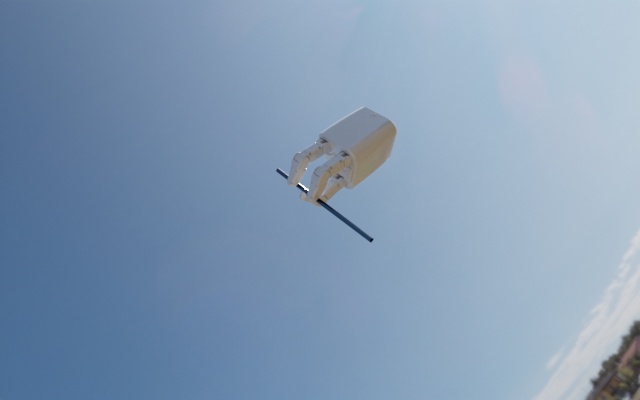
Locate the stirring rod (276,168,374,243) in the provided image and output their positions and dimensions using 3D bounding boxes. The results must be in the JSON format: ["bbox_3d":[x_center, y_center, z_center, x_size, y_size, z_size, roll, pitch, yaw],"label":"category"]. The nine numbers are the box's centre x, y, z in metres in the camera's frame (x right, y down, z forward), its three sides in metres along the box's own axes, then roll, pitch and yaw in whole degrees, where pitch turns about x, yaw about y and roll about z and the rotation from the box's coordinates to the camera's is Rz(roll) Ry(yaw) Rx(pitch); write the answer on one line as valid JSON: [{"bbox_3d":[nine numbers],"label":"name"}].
[{"bbox_3d":[0.000,0.003,0.795,0.011,0.011,0.239,0,29,-47],"label":"stirring rod"}]
